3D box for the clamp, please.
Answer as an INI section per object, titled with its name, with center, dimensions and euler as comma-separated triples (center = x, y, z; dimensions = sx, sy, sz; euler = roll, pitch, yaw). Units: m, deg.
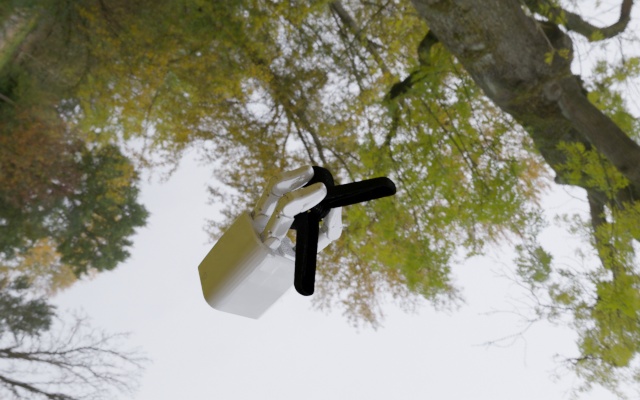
[clamp]
center = 0.000, 0.002, 0.607
dimensions = 0.036, 0.164, 0.210
euler = 38, 10, -34
